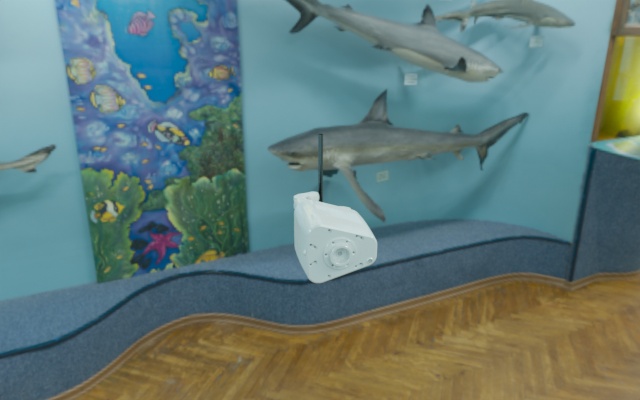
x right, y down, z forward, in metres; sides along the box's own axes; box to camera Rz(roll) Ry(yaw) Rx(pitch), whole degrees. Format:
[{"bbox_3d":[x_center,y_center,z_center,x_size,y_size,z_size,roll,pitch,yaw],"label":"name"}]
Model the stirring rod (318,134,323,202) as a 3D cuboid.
[{"bbox_3d":[0.000,0.003,0.842,0.011,0.240,0.011,0,18,0],"label":"stirring rod"}]
